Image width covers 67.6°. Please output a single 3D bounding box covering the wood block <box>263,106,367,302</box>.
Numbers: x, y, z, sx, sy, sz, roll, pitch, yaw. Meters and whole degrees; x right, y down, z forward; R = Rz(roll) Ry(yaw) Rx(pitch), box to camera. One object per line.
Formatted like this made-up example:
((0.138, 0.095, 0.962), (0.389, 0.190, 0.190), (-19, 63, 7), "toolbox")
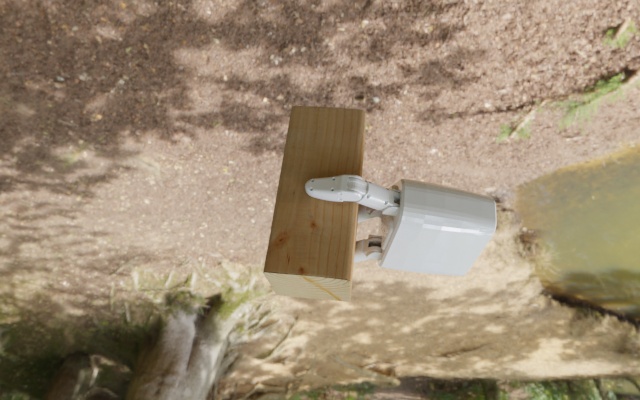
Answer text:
((0.000, 0.002, 0.556), (0.090, 0.206, 0.091), (4, -25, 6), "wood block")
